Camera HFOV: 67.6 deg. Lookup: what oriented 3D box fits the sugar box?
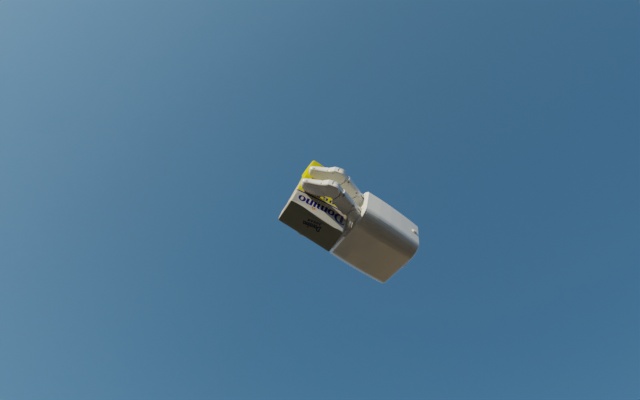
[{"bbox_3d":[0.001,0.002,0.770,0.093,0.048,0.176,33,23,-6],"label":"sugar box"}]
